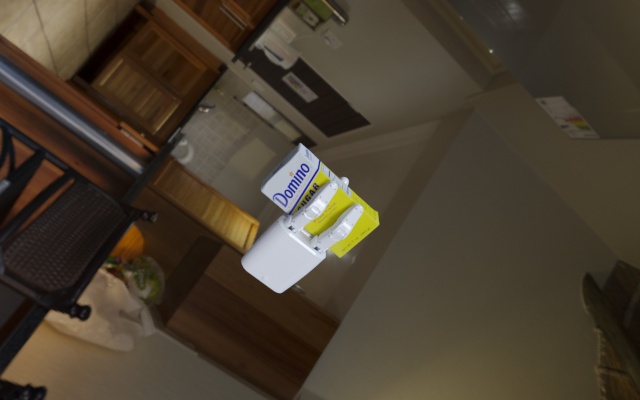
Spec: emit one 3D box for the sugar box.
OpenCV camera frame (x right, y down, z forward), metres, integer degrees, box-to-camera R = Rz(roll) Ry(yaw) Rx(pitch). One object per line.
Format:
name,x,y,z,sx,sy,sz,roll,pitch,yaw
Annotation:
sugar box,0.000,0.003,0.760,0.176,0.093,0.048,40,21,-18
